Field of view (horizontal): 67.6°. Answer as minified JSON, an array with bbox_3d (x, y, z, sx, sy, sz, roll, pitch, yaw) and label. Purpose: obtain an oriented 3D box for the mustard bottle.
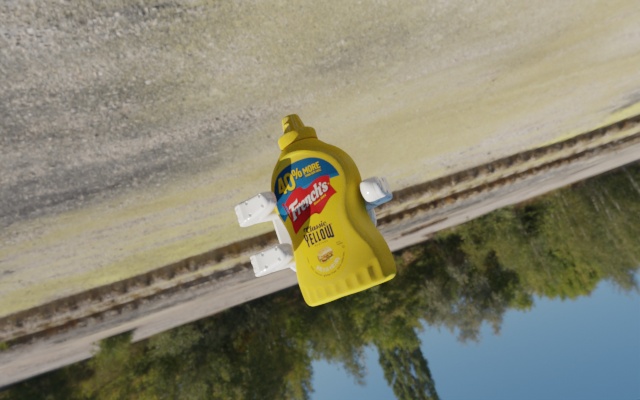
[{"bbox_3d":[0.000,0.002,0.482,0.096,0.191,0.058,-26,-13,30],"label":"mustard bottle"}]
